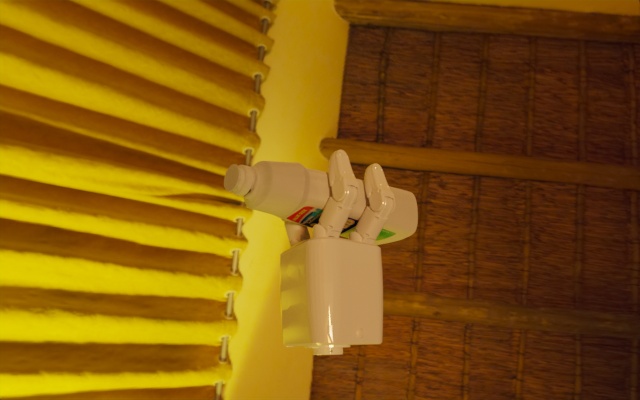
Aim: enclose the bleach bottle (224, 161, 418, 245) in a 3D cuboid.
[{"bbox_3d":[0.000,0.002,0.555,0.251,0.068,0.102,13,-21,-40],"label":"bleach bottle"}]
